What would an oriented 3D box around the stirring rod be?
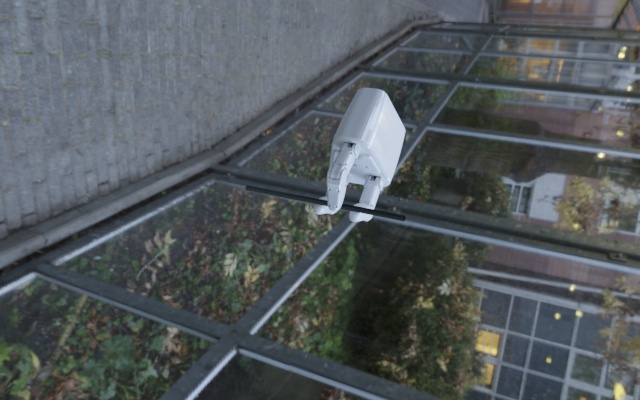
[{"bbox_3d":[0.000,0.002,0.668,0.239,0.011,0.011,11,4,22],"label":"stirring rod"}]
